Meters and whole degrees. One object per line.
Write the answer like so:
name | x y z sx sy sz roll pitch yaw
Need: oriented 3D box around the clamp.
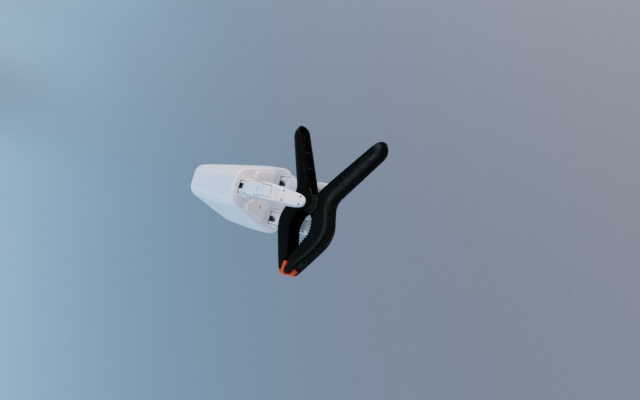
clamp | -0.001 0.002 0.629 0.164 0.210 0.036 10 -9 44
